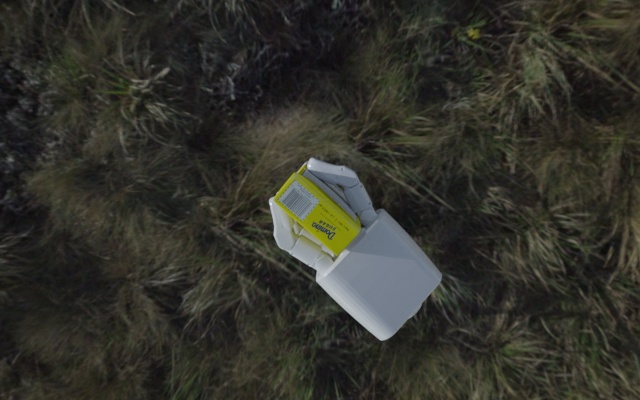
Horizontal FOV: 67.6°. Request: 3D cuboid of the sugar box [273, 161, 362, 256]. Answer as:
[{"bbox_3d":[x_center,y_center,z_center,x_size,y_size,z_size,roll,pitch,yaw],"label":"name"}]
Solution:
[{"bbox_3d":[0.000,0.002,0.576,0.093,0.048,0.176,42,6,-3],"label":"sugar box"}]
